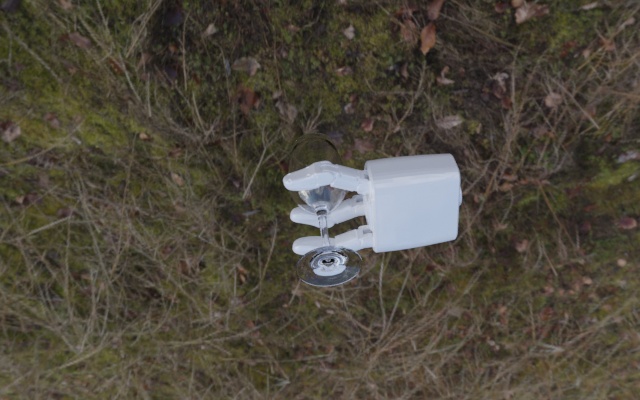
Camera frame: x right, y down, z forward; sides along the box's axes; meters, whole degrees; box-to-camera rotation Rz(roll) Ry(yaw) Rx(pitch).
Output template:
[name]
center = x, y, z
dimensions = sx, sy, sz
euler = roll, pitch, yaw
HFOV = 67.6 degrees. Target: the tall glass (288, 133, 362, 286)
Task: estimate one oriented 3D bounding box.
[tall glass]
center = 0.000, 0.002, 0.593
dimensions = 0.079, 0.200, 0.079
euler = -4, -43, -4
